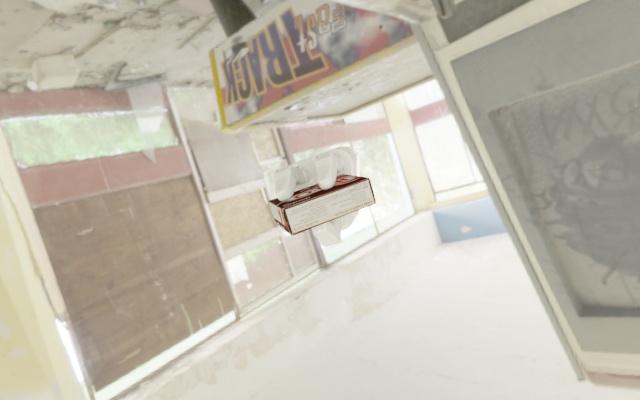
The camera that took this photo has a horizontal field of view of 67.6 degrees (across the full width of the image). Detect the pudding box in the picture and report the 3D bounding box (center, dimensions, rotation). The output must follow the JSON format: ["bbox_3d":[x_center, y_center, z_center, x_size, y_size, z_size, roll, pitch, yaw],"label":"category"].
[{"bbox_3d":[0.000,0.002,0.589,0.113,0.039,0.090,-22,10,-13],"label":"pudding box"}]
